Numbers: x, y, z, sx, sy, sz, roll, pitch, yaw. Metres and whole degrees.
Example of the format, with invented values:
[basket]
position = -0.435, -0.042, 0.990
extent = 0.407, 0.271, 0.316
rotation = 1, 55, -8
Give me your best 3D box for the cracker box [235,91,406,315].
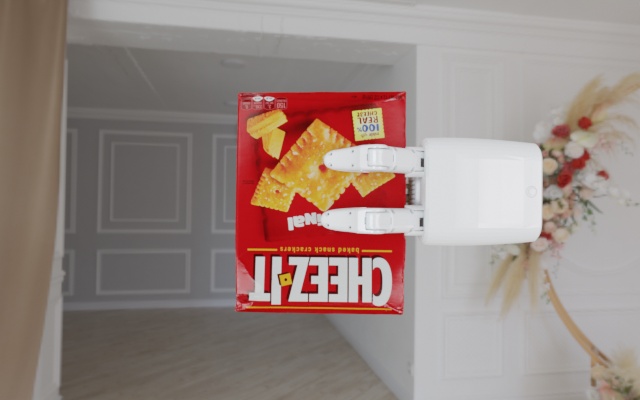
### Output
[cracker box]
position = 0.000, 0.001, 0.477
extent = 0.164, 0.213, 0.072
rotation = 1, -1, 1
